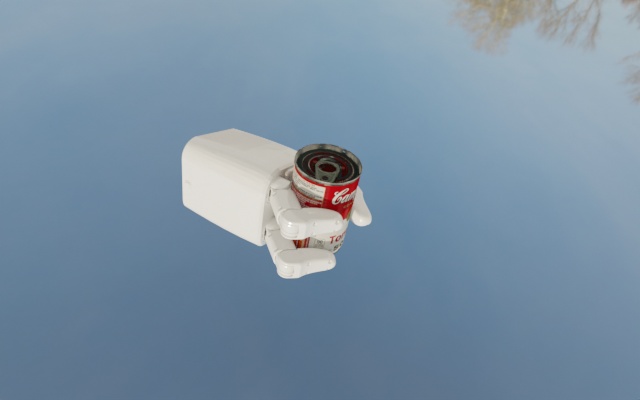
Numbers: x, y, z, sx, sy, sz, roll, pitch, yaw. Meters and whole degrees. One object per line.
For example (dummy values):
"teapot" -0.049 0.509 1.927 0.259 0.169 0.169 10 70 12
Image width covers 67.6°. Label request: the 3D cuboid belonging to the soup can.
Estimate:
"soup can" 0.001 0.002 0.499 0.068 0.102 0.068 7 38 -6
